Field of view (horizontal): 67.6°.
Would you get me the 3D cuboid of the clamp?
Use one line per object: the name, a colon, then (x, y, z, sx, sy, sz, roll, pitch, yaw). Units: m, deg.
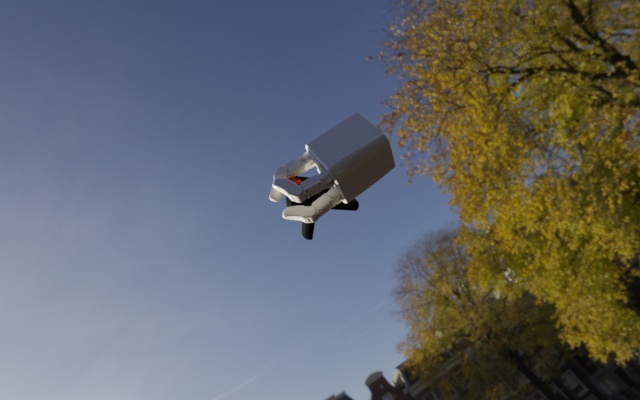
clamp: (0.000, 0.002, 0.834, 0.120, 0.039, 0.172, -34, -32, -3)
